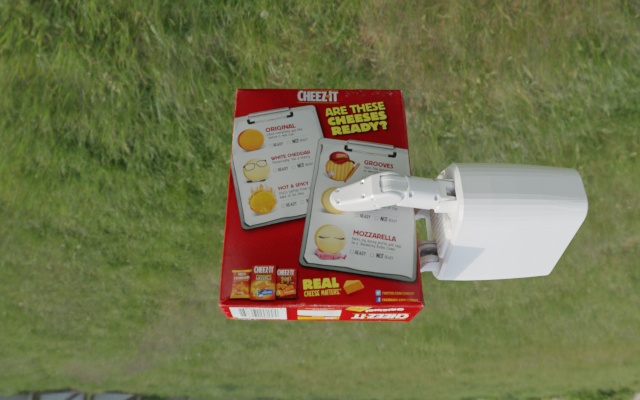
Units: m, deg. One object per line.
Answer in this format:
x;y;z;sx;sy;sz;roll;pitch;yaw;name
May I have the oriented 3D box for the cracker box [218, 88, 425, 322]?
0.000;0.002;0.443;0.164;0.213;0.072;0;-26;-2;cracker box
